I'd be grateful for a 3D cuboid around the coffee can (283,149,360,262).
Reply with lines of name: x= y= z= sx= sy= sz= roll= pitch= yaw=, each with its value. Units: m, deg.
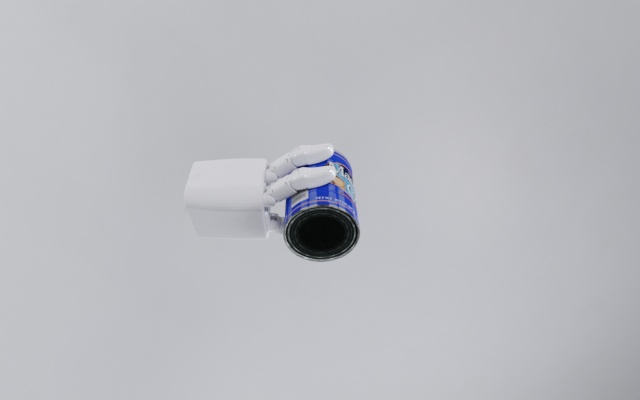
coffee can: x=0.000 y=0.002 z=0.685 sx=0.103 sy=0.103 sz=0.140 roll=0 pitch=39 yaw=-2
